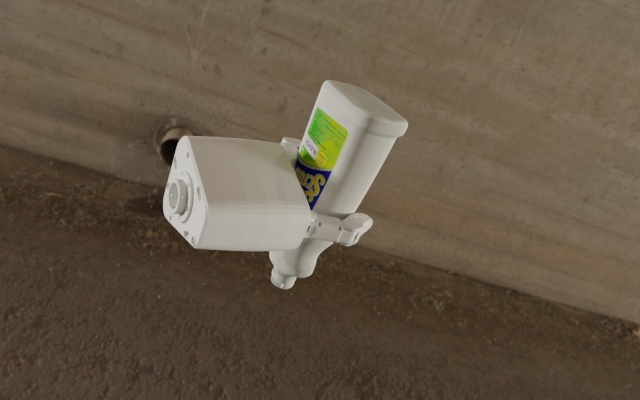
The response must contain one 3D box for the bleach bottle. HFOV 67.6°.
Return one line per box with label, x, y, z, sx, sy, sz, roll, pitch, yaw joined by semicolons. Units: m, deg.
bleach bottle;0.000;0.002;0.535;0.068;0.251;0.102;3;32;-36
